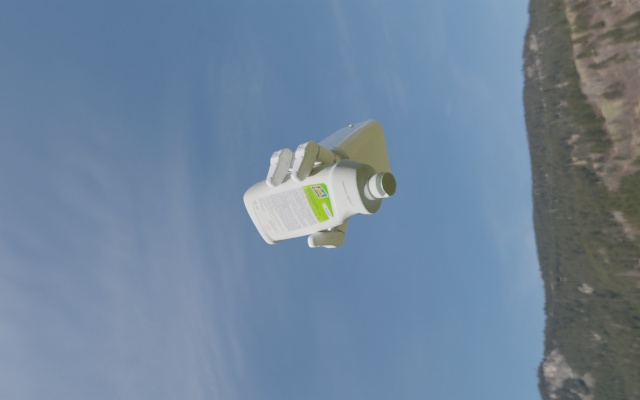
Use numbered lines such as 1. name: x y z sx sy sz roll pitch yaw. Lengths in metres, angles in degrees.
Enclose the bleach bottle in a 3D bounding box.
1. bleach bottle: 0.000 0.002 0.662 0.251 0.102 0.068 -10 25 46
